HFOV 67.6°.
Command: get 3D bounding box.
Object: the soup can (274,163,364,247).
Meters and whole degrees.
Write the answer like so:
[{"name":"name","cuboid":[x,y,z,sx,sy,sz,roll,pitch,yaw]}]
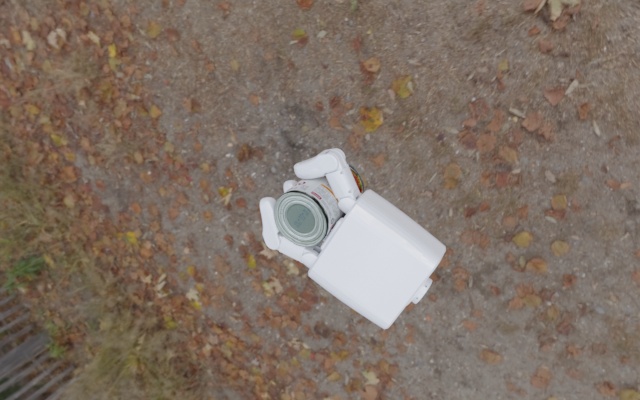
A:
[{"name":"soup can","cuboid":[0.000,0.002,0.547,0.068,0.068,0.102,0,23,29]}]
